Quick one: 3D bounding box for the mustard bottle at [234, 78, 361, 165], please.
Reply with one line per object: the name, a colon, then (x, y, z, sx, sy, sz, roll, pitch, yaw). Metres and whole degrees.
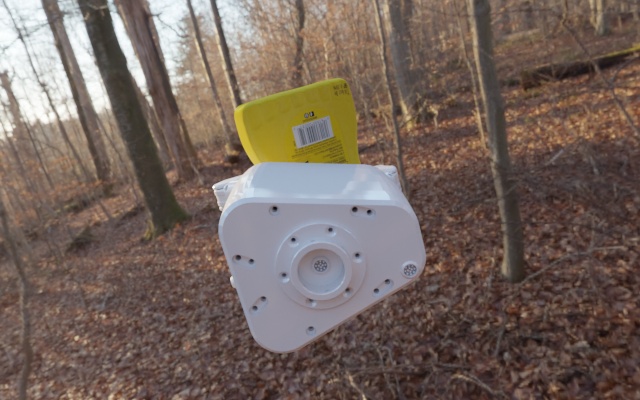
mustard bottle: (0.000, 0.001, 0.406, 0.096, 0.192, 0.058, -21, 14, -22)
